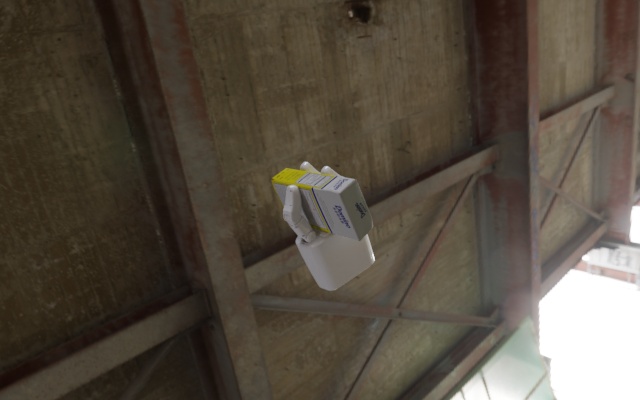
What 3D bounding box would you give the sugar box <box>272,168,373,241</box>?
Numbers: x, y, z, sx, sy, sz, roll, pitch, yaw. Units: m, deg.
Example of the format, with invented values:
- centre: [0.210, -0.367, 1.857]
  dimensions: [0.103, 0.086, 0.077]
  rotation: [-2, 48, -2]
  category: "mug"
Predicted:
- centre: [0.000, 0.002, 0.774]
  dimensions: [0.176, 0.093, 0.048]
  rotation: [11, 44, 47]
  category: "sugar box"
